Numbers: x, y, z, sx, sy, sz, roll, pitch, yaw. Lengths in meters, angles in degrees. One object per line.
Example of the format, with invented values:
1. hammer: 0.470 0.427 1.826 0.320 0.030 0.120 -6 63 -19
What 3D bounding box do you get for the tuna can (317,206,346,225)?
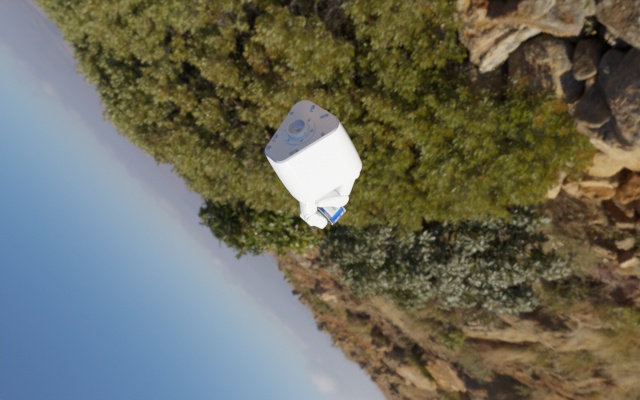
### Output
1. tuna can: 0.000 0.003 0.820 0.086 0.033 0.086 40 -8 7
